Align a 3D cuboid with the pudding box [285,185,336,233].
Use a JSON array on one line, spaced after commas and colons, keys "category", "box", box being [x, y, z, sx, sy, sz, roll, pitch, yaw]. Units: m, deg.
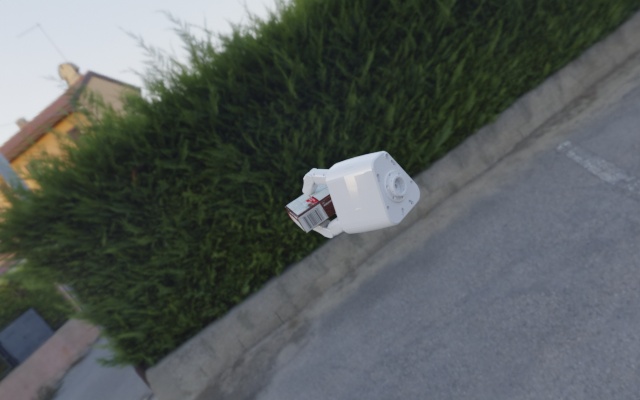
[{"category": "pudding box", "box": [0.000, 0.003, 0.849, 0.113, 0.039, 0.090, -33, 18, -9]}]
